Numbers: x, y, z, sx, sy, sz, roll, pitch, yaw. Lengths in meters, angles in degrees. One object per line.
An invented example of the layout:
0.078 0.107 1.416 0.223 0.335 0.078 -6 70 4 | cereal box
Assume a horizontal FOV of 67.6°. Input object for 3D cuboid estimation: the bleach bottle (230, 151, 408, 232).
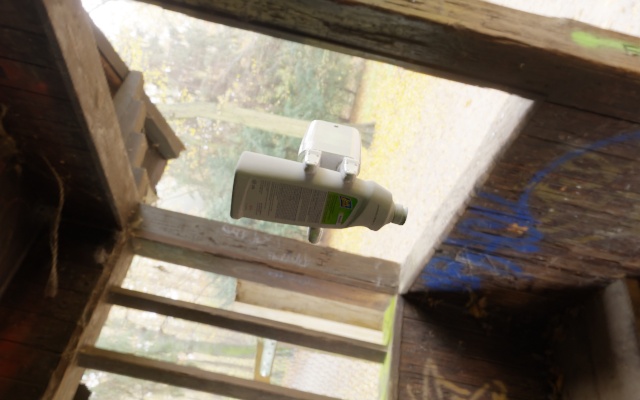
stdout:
0.000 0.002 0.697 0.251 0.103 0.068 13 37 -2 | bleach bottle
